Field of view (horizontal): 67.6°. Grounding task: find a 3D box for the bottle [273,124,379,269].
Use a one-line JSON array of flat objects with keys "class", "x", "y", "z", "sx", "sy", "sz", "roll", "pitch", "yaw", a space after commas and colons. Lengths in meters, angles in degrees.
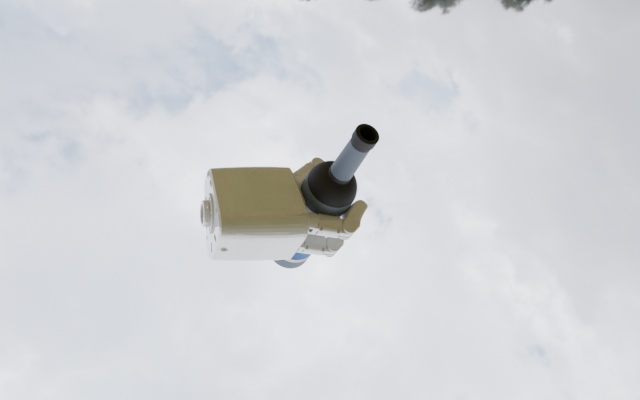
[{"class": "bottle", "x": 0.000, "y": 0.002, "z": 0.620, "sx": 0.069, "sy": 0.069, "sz": 0.296, "roll": 0, "pitch": -30, "yaw": -23}]
